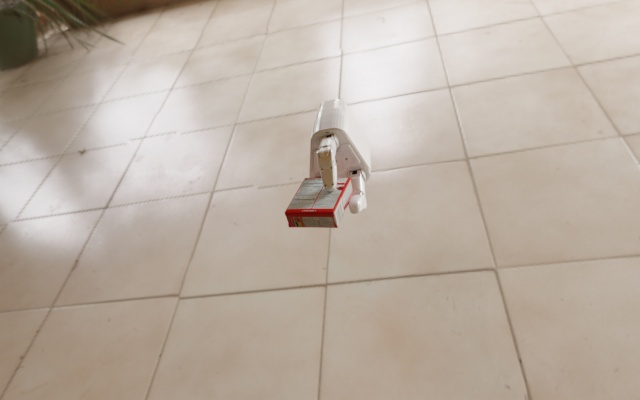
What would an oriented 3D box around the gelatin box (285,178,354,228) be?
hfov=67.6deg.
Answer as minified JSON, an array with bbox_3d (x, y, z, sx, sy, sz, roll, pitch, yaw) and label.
[{"bbox_3d":[0.000,0.002,0.673,0.073,0.030,0.089,-1,35,22],"label":"gelatin box"}]
